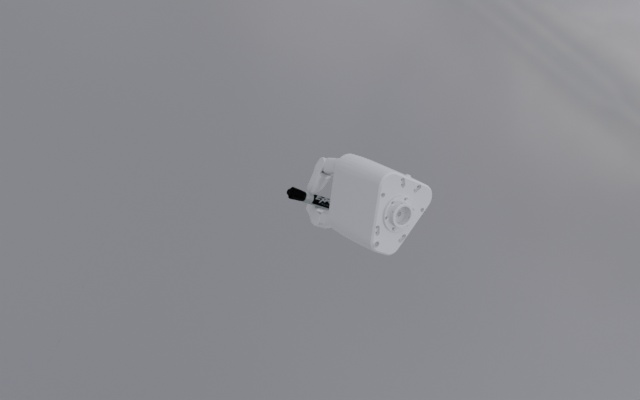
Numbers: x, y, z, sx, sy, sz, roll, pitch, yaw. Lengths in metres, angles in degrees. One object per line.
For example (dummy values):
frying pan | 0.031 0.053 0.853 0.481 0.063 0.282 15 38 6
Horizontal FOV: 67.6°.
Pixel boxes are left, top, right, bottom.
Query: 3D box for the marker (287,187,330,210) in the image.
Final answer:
marker | 0.000 0.002 0.744 0.121 0.020 0.020 18 -10 -33
